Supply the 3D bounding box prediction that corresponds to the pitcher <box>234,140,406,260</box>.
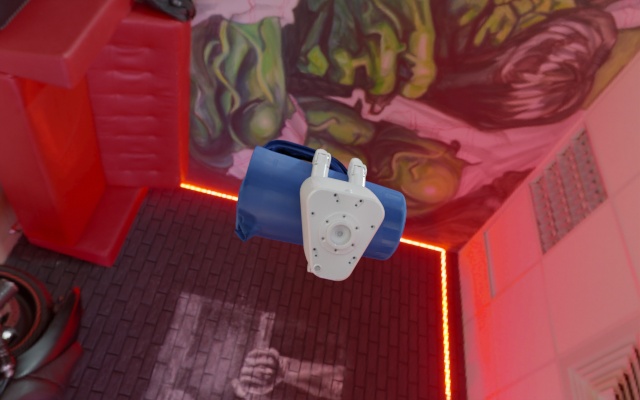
[{"bbox_3d":[0.000,0.002,0.724,0.243,0.149,0.145,14,8,-6],"label":"pitcher"}]
